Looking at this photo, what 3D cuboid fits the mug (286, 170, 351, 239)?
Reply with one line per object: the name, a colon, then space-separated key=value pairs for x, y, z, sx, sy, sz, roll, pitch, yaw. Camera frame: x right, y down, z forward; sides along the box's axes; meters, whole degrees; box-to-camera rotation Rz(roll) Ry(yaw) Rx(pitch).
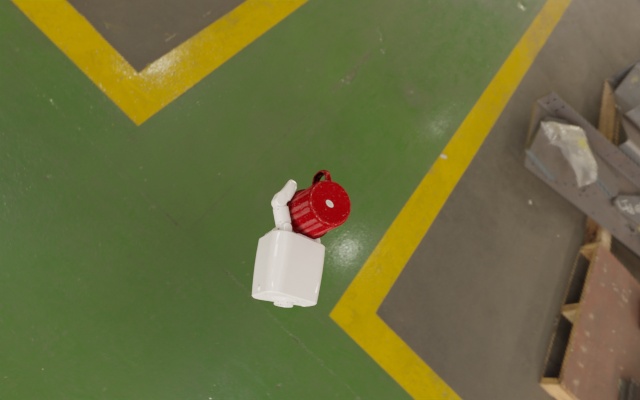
mug: x=0.000 y=0.001 z=0.824 sx=0.093 sy=0.117 sz=0.081 roll=17 pitch=-23 yaw=-25
